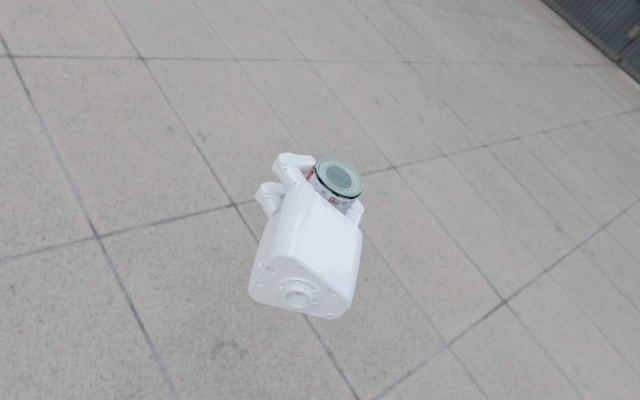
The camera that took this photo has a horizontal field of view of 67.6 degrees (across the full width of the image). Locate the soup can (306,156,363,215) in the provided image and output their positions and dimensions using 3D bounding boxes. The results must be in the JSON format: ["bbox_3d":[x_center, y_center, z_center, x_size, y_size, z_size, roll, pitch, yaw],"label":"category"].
[{"bbox_3d":[0.000,0.002,0.602,0.068,0.068,0.102,0,-39,-36],"label":"soup can"}]
